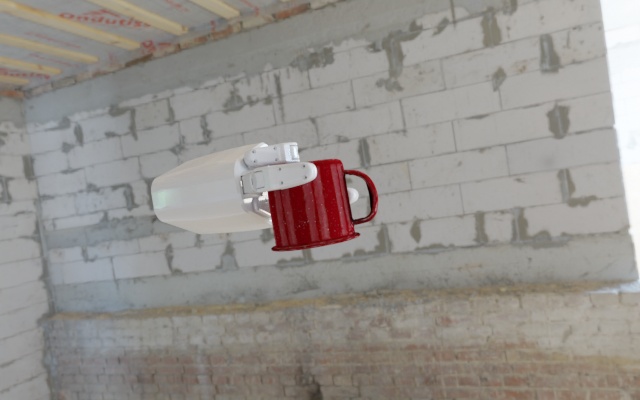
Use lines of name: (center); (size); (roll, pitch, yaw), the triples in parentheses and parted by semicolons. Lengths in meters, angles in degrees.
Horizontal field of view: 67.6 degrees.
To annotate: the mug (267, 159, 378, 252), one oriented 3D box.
mug: (0.001, 0.001, 0.486); (0.117, 0.081, 0.093); (-9, 1, 16)
